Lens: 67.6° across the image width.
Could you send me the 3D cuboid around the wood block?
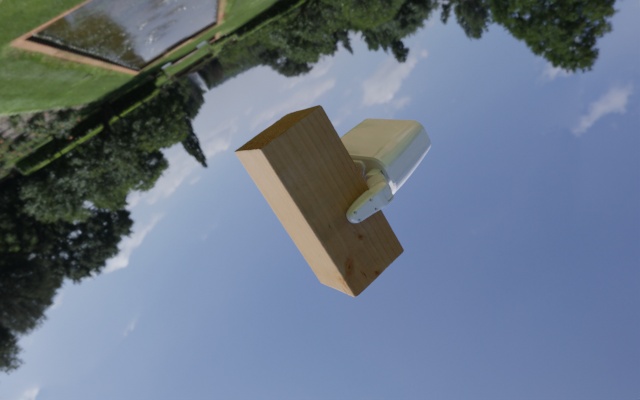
[{"bbox_3d":[0.001,0.002,0.573,0.090,0.206,0.091,-39,20,-21],"label":"wood block"}]
